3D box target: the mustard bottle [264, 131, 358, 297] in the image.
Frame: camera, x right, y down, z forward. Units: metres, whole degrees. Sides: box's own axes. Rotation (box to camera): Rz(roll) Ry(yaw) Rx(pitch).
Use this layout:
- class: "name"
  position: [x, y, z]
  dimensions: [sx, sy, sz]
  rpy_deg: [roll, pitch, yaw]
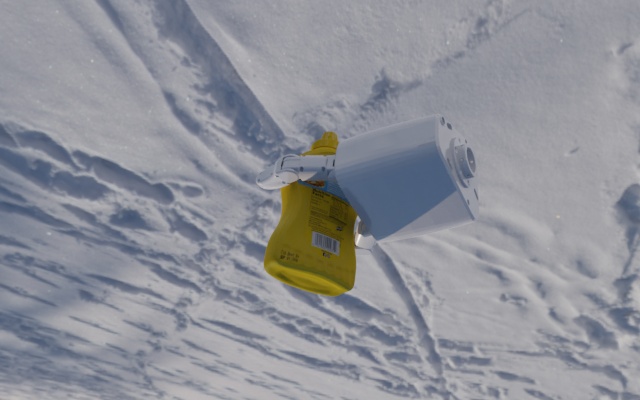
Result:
- class: "mustard bottle"
  position: [0.000, 0.002, 0.529]
  dimensions: [0.096, 0.191, 0.058]
  rpy_deg: [23, -34, -23]
